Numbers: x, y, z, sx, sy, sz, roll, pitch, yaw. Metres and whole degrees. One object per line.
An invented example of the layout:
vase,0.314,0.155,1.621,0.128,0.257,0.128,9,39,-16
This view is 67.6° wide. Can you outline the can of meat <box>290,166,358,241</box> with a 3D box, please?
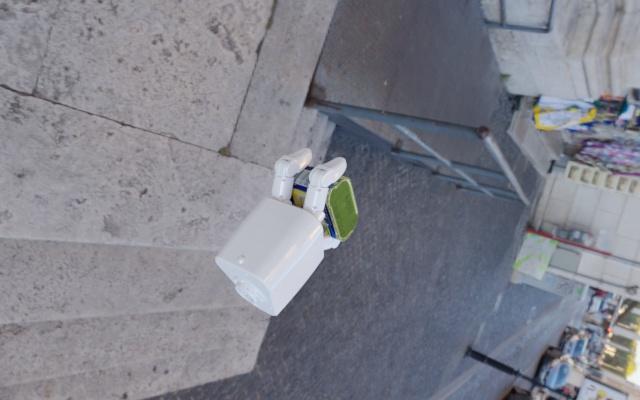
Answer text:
can of meat,0.000,0.002,0.661,0.084,0.102,0.057,18,53,34
